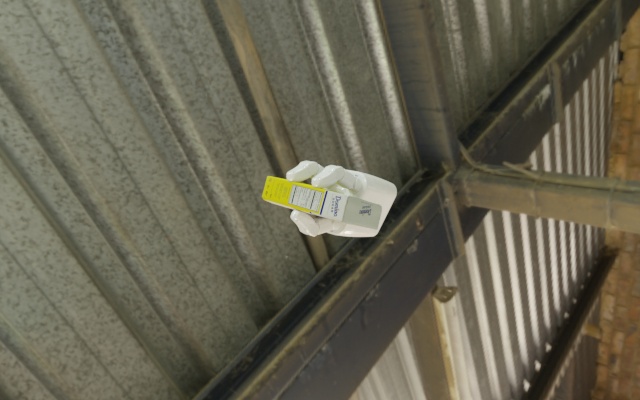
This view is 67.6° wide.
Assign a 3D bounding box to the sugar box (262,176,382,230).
[{"bbox_3d":[0.000,0.002,0.751,0.176,0.048,0.093,12,-2,41],"label":"sugar box"}]
